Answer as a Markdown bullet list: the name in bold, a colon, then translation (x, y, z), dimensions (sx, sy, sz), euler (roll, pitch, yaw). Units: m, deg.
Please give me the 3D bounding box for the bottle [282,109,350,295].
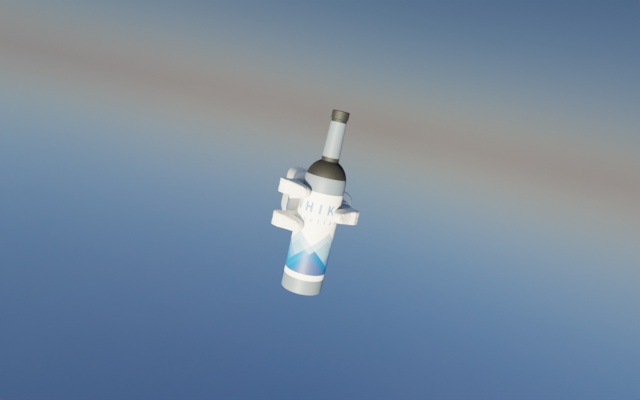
- **bottle**: translation (0.000, 0.003, 0.767), dimensions (0.069, 0.296, 0.069), euler (13, 10, -2)
